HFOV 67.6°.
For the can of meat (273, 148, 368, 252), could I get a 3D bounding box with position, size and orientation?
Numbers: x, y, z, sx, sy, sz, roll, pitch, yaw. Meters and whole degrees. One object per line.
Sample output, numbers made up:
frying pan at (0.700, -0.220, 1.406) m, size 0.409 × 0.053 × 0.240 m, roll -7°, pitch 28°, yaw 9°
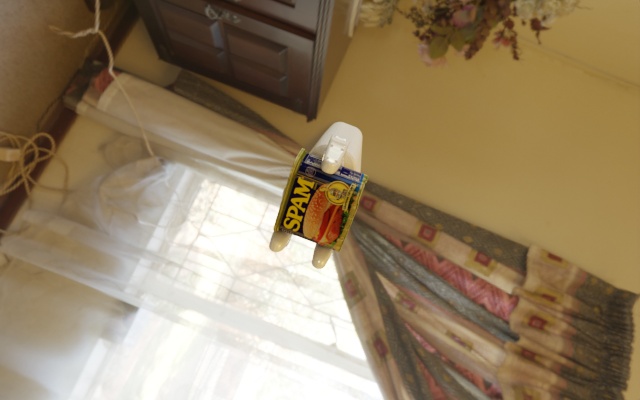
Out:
can of meat at (0.000, 0.002, 0.562) m, size 0.084 × 0.102 × 0.057 m, roll 20°, pitch 27°, yaw 1°
